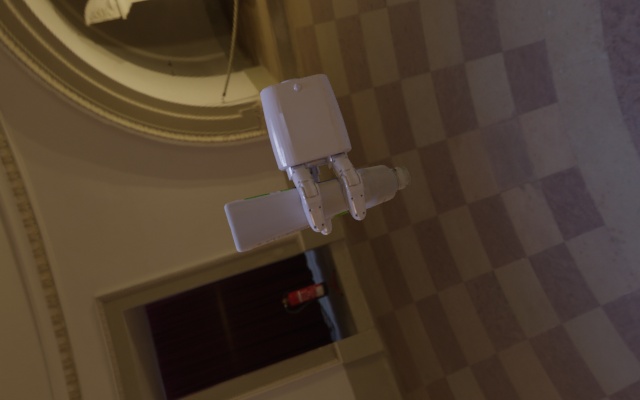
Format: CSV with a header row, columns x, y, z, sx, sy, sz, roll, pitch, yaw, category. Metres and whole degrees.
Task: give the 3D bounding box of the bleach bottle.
x,y,z,sx,sy,sz,roll,pitch,yaw,category
0.000,0.002,0.650,0.251,0.068,0.102,-17,-1,-11,bleach bottle
